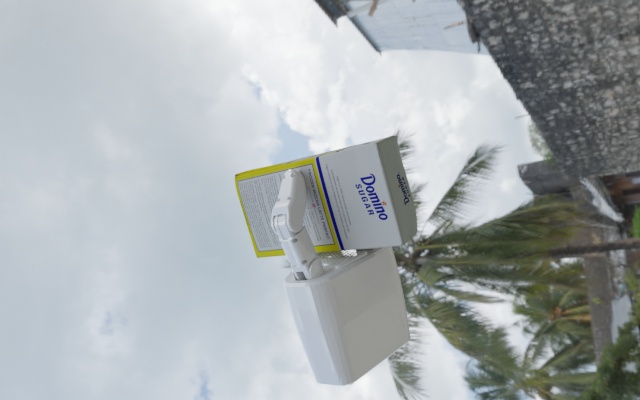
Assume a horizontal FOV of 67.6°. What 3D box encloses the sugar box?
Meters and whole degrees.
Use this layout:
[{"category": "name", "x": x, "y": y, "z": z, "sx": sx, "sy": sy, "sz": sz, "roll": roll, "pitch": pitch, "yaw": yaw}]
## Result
[{"category": "sugar box", "x": 0.000, "y": 0.002, "z": 0.463, "sx": 0.176, "sy": 0.093, "sz": 0.048, "roll": -9, "pitch": 11, "yaw": 35}]
